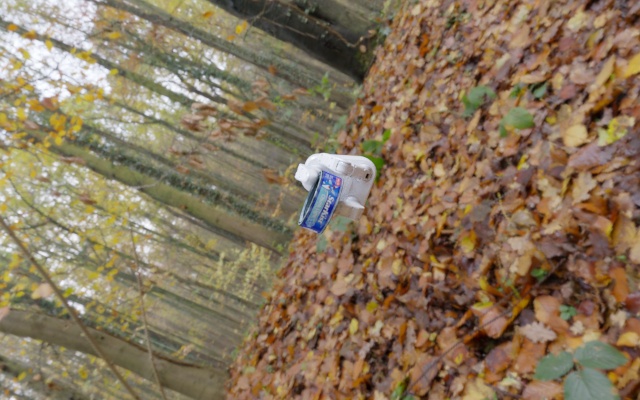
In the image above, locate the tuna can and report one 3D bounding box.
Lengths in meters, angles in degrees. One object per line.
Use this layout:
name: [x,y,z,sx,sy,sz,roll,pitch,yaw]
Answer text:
tuna can: [0.000,0.002,0.668,0.034,0.086,0.086,23,-3,-8]
